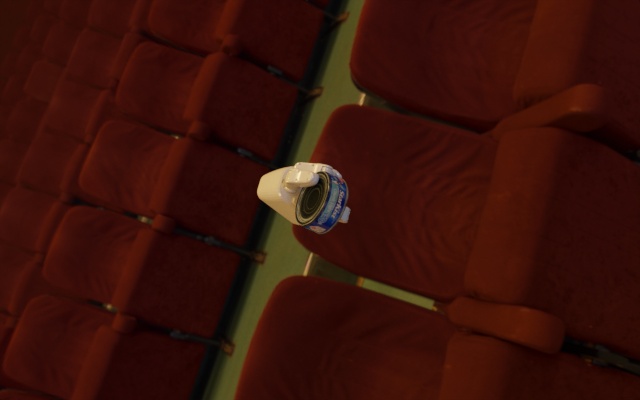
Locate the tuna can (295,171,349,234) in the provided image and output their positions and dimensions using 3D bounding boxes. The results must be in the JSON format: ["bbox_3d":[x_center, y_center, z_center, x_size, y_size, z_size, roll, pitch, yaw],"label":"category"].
[{"bbox_3d":[0.000,0.002,0.676,0.034,0.086,0.086,24,-12,-28],"label":"tuna can"}]
